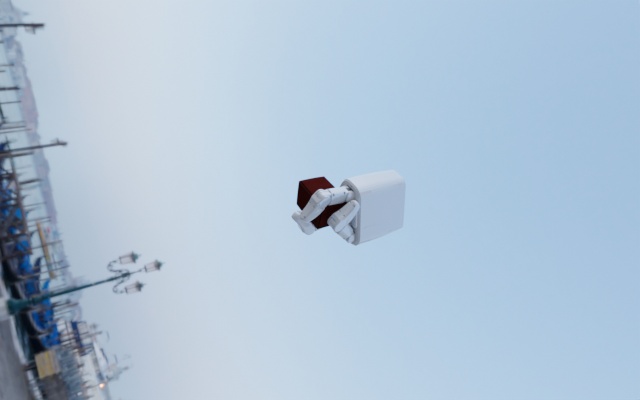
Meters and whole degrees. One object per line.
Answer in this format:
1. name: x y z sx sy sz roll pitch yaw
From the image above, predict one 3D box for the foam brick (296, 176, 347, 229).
1. foam brick: 0.000 0.002 0.827 0.051 0.053 0.078 -15 44 -29
